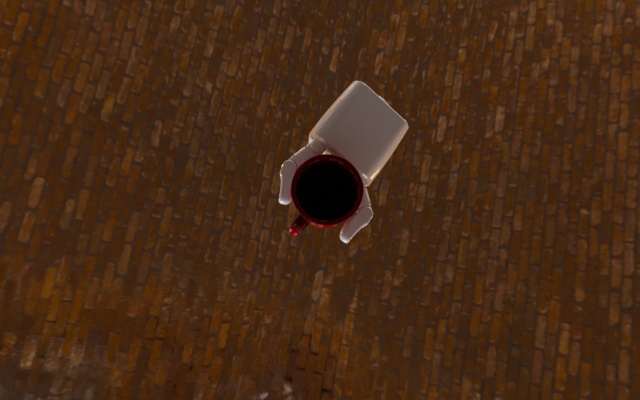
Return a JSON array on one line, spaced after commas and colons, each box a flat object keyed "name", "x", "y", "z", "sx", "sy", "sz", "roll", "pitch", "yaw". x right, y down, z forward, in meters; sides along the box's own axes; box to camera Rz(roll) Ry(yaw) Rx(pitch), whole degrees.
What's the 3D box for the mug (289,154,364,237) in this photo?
[{"name": "mug", "x": -0.001, "y": 0.003, "z": 0.644, "sx": 0.093, "sy": 0.117, "sz": 0.081, "roll": 37, "pitch": -9, "yaw": 5}]
